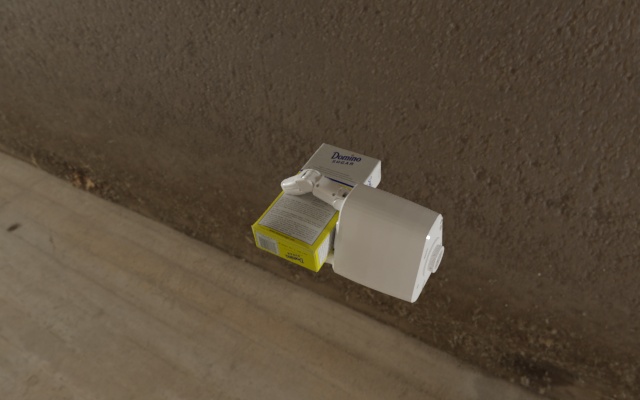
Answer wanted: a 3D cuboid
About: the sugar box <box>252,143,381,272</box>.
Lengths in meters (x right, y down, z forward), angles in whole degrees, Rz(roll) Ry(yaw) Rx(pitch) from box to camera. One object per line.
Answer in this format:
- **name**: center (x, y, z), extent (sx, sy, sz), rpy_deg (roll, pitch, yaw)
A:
- **sugar box**: center (0.000, 0.003, 0.619), extent (0.093, 0.048, 0.176), rpy_deg (20, 49, 24)
